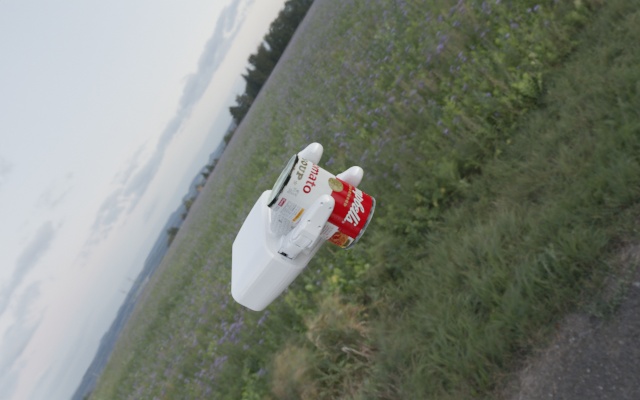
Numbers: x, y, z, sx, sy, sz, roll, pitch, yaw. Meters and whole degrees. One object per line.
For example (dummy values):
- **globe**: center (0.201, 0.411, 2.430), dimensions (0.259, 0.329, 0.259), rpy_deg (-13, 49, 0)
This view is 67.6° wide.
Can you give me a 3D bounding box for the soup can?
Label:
- **soup can**: center (0.000, 0.001, 0.532), dimensions (0.102, 0.068, 0.068), rpy_deg (29, -7, -12)
